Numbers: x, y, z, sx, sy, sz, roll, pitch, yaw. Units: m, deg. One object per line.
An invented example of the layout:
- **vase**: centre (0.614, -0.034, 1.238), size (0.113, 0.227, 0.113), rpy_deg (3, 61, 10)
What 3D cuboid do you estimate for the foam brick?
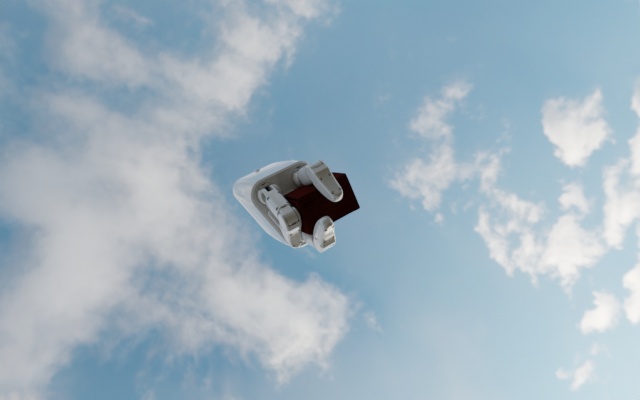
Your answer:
- **foam brick**: centre (0.000, 0.002, 0.622), size (0.078, 0.053, 0.051), rpy_deg (-27, 16, -21)
